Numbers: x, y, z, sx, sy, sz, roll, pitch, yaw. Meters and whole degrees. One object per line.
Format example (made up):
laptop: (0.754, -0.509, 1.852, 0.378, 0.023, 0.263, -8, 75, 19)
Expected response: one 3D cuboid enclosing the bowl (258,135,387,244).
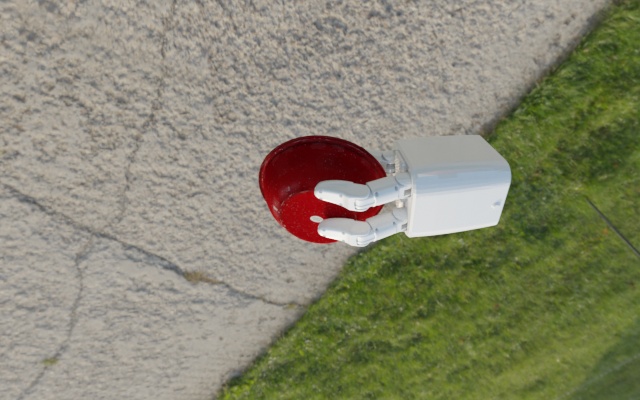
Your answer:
bowl: (-0.001, 0.002, 0.571, 0.162, 0.055, 0.162, 5, -44, 5)
